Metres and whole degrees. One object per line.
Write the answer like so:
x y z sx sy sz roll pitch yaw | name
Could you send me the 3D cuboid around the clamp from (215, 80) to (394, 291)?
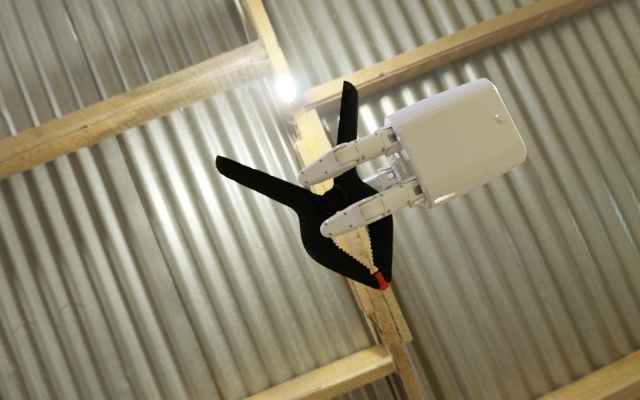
0.001 0.002 0.483 0.164 0.210 0.036 -24 -7 -1 | clamp
